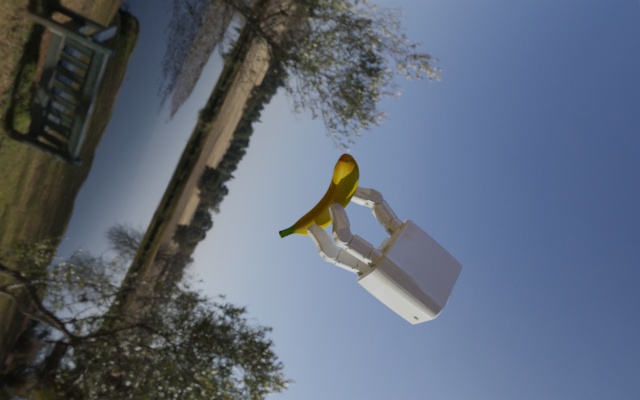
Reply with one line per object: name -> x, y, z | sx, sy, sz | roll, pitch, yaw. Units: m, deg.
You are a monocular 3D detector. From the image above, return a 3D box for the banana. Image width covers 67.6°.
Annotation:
banana -> 0.012, 0.001, 0.679 | 0.069, 0.037, 0.198 | -15, -26, -42
